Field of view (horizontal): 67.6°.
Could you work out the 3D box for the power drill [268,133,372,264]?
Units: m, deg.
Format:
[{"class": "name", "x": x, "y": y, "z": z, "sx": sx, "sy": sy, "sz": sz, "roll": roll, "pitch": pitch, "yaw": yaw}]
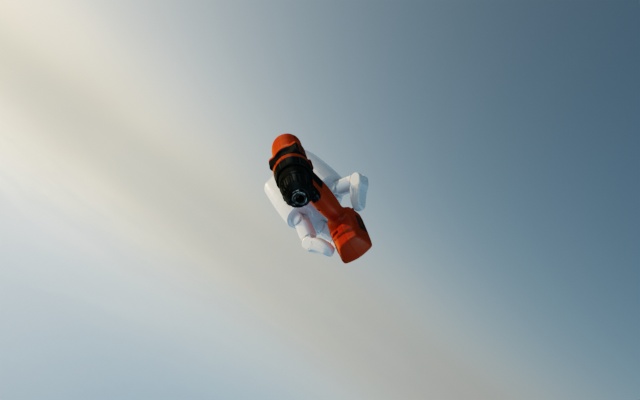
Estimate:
[{"class": "power drill", "x": 0.000, "y": 0.002, "z": 0.679, "sx": 0.057, "sy": 0.188, "sz": 0.184, "roll": -33, "pitch": 28, "yaw": 10}]
